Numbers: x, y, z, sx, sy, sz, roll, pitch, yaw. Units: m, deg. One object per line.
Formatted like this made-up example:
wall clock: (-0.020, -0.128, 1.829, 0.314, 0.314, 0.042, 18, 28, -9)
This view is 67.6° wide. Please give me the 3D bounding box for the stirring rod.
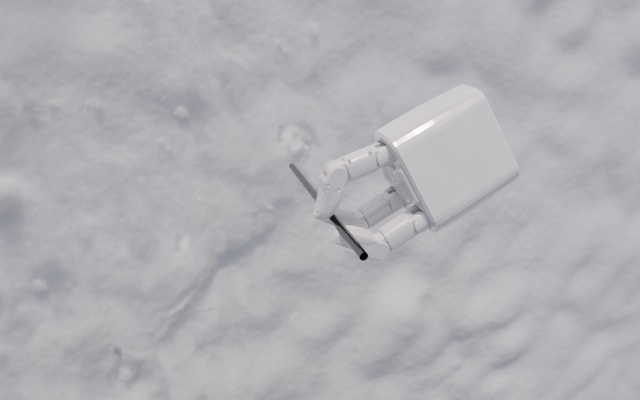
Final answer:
stirring rod: (0.000, 0.002, 0.508, 0.011, 0.011, 0.239, 0, 22, -19)
